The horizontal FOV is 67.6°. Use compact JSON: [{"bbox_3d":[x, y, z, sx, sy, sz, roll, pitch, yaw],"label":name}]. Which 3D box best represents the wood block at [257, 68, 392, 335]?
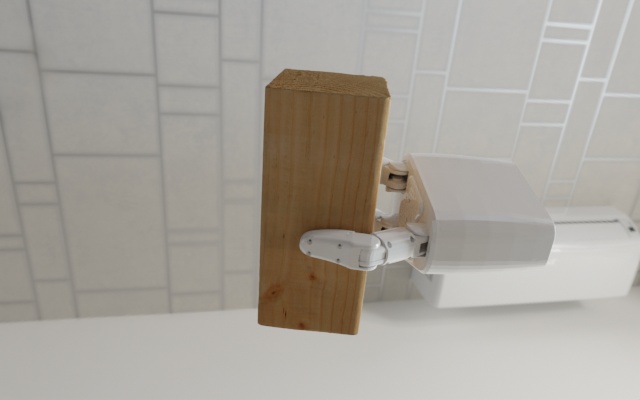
[{"bbox_3d":[0.000,0.002,0.410,0.090,0.206,0.090,6,24,2],"label":"wood block"}]
